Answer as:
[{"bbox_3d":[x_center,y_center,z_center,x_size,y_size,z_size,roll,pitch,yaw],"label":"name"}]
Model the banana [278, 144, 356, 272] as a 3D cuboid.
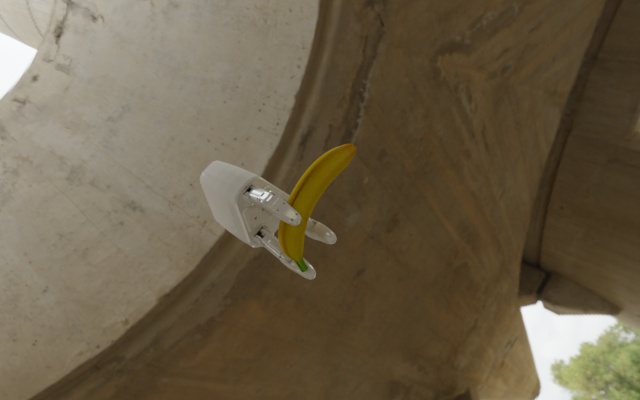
[{"bbox_3d":[-0.013,0.000,0.674,0.037,0.198,0.070,23,0,44],"label":"banana"}]
